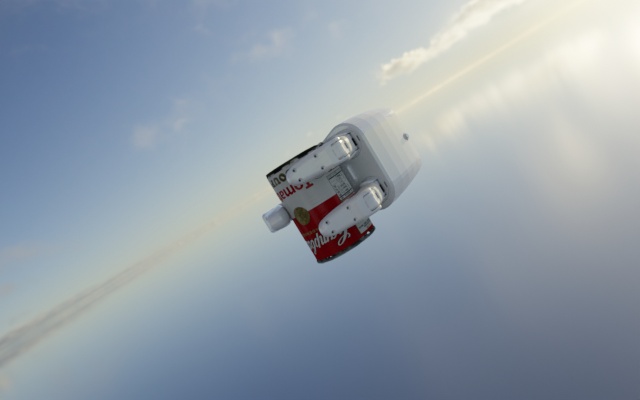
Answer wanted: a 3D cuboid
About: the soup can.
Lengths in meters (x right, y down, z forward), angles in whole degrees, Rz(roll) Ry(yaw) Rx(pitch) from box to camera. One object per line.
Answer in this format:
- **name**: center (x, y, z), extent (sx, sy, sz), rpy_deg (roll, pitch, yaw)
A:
- **soup can**: center (0.000, 0.002, 0.473), extent (0.068, 0.102, 0.068), rpy_deg (-31, 4, 3)
